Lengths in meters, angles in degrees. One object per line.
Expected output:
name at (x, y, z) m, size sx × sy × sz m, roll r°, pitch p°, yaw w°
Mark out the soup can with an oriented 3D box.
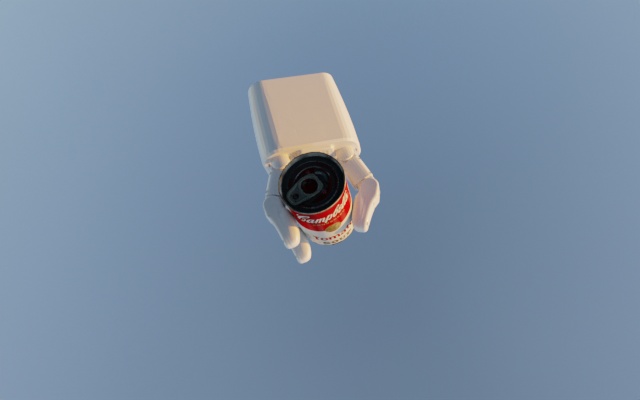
soup can at (0.000, 0.002, 0.513) m, size 0.068 × 0.068 × 0.102 m, roll 0°, pitch -23°, yaw 11°
